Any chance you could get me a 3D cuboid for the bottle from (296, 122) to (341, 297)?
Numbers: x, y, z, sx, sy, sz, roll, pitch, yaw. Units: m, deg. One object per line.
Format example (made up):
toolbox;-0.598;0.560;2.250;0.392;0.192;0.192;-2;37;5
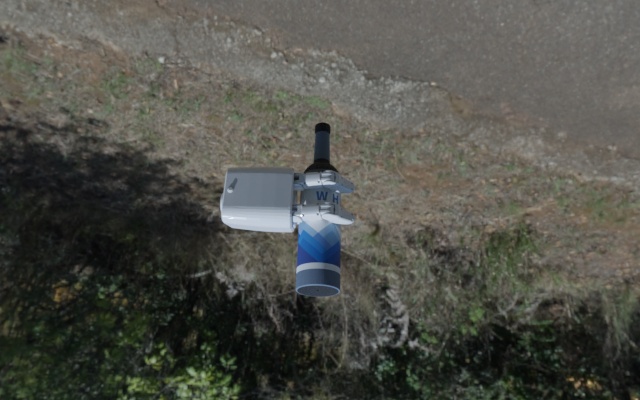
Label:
bottle;0.000;0.003;0.773;0.069;0.295;0.069;1;-26;1
